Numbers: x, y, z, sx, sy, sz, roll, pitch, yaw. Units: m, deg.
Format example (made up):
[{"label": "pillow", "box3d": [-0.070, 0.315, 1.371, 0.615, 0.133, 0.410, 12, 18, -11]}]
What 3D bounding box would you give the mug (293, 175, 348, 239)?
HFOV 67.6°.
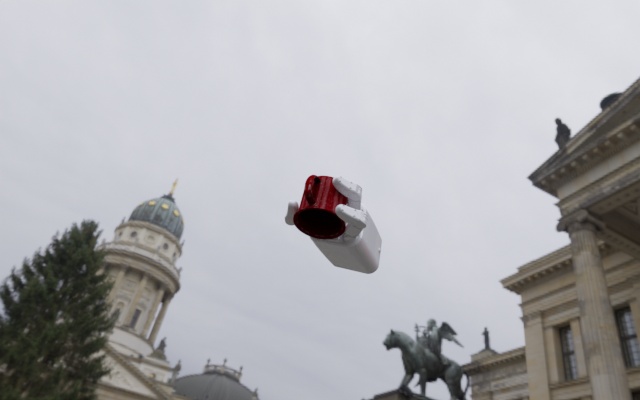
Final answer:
[{"label": "mug", "box3d": [0.000, 0.002, 0.841, 0.093, 0.081, 0.117, -7, -42, 25]}]
